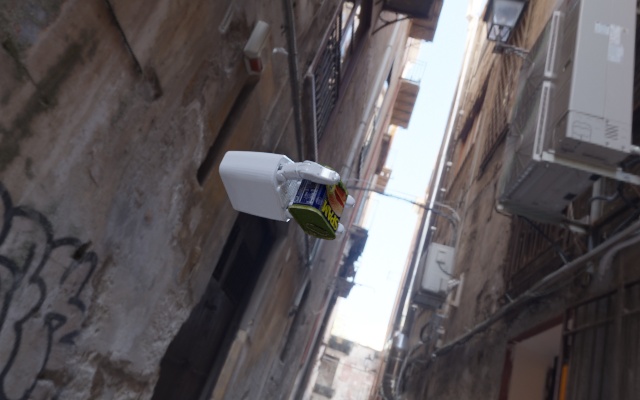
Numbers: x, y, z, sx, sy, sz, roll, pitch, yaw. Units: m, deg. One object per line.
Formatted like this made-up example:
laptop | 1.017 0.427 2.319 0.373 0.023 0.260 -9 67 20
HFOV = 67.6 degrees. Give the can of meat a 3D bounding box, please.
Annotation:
can of meat | 0.000 0.002 0.764 0.057 0.084 0.102 7 -28 27
